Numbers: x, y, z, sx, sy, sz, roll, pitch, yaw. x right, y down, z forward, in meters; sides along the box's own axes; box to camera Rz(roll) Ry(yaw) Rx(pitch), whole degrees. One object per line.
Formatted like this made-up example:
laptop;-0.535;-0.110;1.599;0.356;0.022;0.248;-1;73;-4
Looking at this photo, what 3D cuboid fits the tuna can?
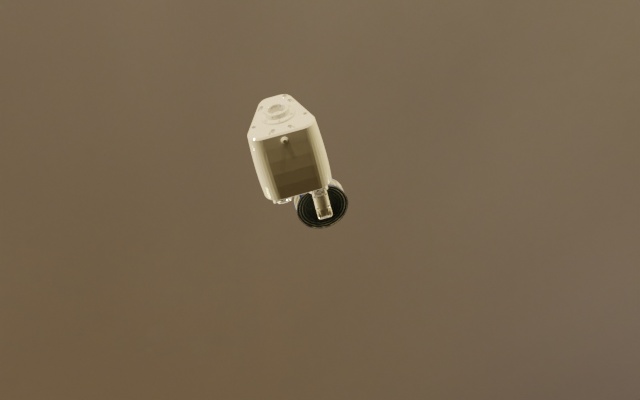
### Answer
tuna can;0.000;0.002;0.782;0.086;0.086;0.033;0;35;-16
